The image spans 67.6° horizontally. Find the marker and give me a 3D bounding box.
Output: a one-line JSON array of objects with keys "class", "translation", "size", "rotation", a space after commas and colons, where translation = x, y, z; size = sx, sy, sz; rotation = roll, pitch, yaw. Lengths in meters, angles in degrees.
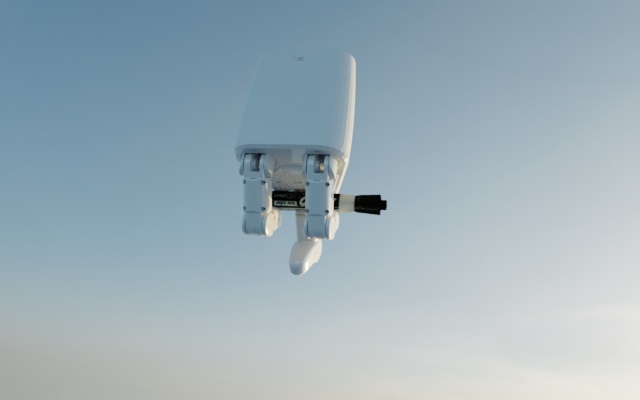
[{"class": "marker", "translation": [0.000, 0.002, 0.439], "size": [0.121, 0.020, 0.020], "rotation": [2, 0, 12]}]
